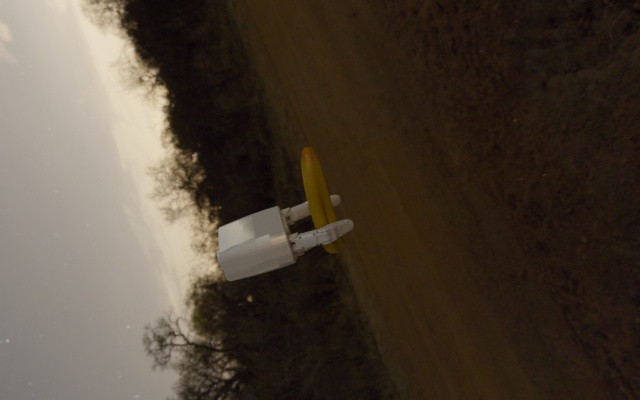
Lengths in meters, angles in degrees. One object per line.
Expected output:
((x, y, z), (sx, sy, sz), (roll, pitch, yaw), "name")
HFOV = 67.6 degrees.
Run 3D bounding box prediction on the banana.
((0.003, 0.015, 0.748), (0.037, 0.198, 0.069), (-16, 31, 2), "banana")
